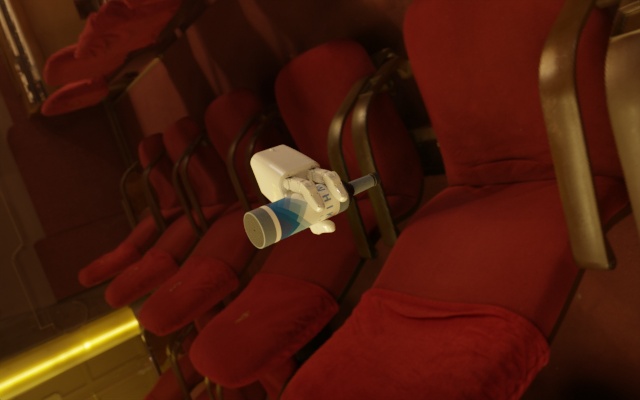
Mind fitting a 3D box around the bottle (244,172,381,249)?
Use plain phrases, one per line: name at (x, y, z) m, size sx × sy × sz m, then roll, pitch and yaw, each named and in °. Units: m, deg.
bottle at (0.000, 0.003, 0.892) m, size 0.295 × 0.069 × 0.069 m, roll -23°, pitch 13°, yaw -33°
